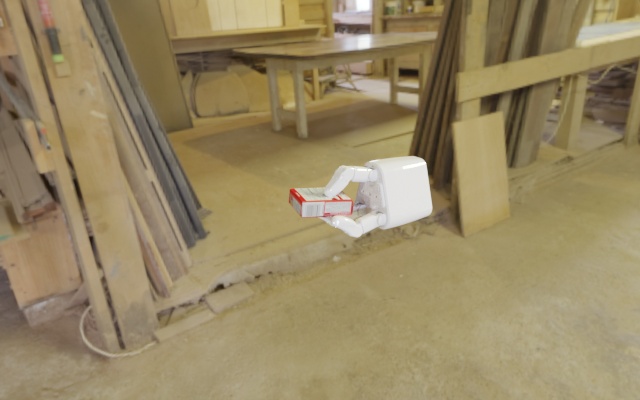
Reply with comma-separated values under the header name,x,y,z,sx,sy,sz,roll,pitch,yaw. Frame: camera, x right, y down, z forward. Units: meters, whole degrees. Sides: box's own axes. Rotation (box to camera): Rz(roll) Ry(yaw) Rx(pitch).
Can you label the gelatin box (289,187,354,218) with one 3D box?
name,x,y,z,sx,sy,sz,roll,pitch,yaw
gelatin box,0.000,0.002,0.784,0.089,0.030,0.073,-2,19,-20
